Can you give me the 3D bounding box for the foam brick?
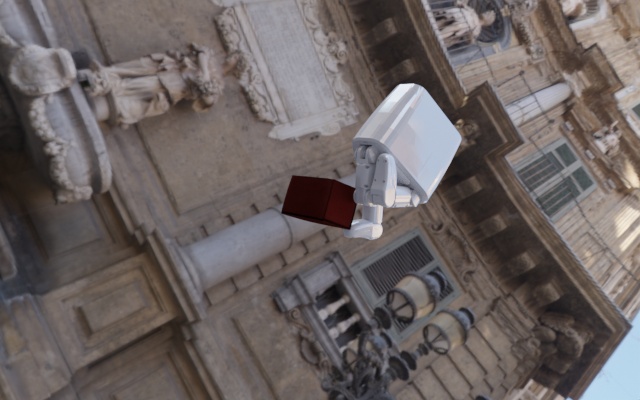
[{"bbox_3d":[0.000,0.002,0.592,0.078,0.051,0.053,8,-8,45],"label":"foam brick"}]
